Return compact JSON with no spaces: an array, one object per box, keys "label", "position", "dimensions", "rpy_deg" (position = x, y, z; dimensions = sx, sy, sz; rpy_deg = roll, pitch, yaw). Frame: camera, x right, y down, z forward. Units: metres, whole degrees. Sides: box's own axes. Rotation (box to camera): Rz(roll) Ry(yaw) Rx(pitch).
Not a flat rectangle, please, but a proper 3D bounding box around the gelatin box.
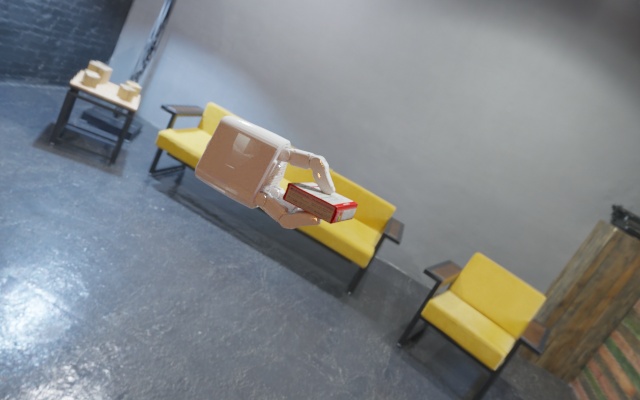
[{"label":"gelatin box","position":[0.001,0.002,0.708],"dimensions":[0.089,0.030,0.073],"rpy_deg":[26,14,24]}]
